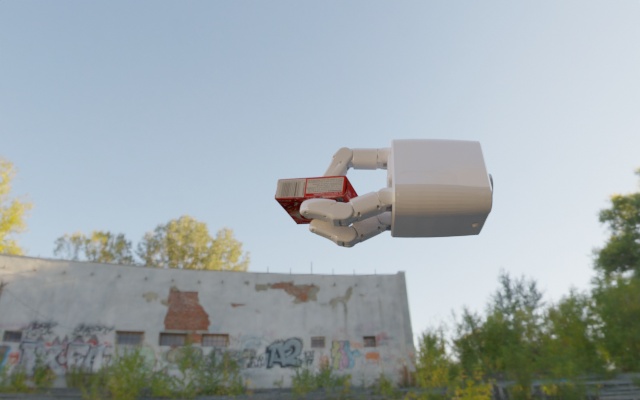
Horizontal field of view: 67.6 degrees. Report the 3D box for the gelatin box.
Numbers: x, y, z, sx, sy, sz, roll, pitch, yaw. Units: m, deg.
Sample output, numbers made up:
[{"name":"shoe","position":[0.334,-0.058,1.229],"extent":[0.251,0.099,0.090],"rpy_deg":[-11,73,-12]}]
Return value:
[{"name":"gelatin box","position":[0.000,0.001,0.573],"extent":[0.089,0.030,0.073],"rpy_deg":[-2,-27,20]}]
